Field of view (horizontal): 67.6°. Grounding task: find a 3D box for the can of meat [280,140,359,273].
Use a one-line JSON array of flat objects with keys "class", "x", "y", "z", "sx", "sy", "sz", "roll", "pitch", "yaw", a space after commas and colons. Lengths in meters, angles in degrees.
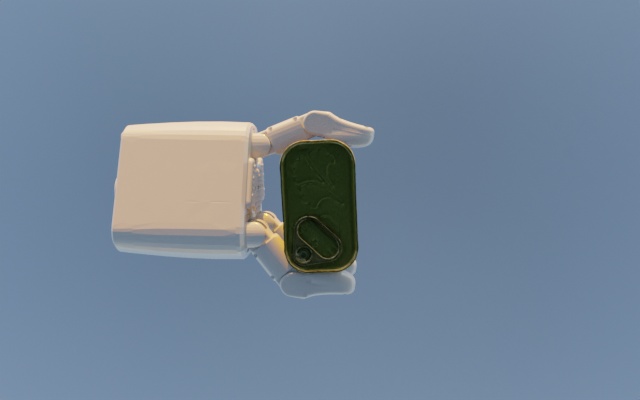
[{"class": "can of meat", "x": 0.000, "y": 0.001, "z": 0.402, "sx": 0.057, "sy": 0.102, "sz": 0.084, "roll": -3, "pitch": 6, "yaw": 2}]
